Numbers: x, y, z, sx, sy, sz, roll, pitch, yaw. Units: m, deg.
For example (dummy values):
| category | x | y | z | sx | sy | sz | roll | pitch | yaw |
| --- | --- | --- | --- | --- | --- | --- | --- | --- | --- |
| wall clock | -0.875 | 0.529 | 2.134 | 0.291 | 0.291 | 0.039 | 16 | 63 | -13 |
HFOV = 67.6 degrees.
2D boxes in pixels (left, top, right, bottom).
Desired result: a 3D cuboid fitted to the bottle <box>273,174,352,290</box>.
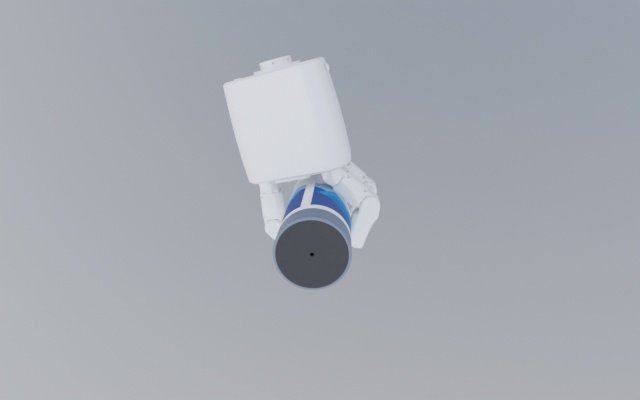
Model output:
| category | x | y | z | sx | sy | sz | roll | pitch | yaw |
| --- | --- | --- | --- | --- | --- | --- | --- | --- | --- |
| bottle | 0.000 | 0.002 | 0.537 | 0.069 | 0.069 | 0.295 | 0 | 17 | 3 |
